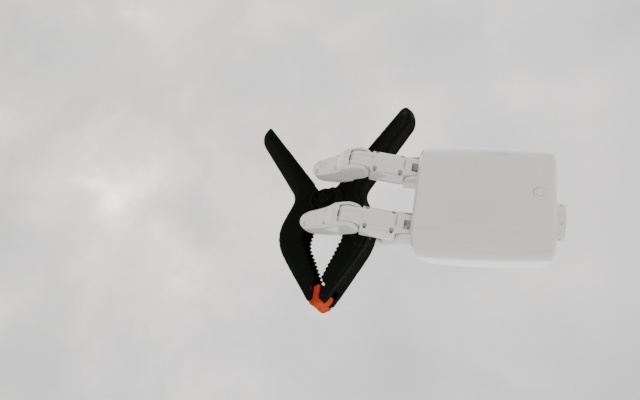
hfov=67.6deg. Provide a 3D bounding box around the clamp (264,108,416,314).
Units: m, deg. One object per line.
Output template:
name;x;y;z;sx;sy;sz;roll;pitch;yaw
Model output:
clamp;0.000;0.002;0.466;0.164;0.210;0.036;1;-27;24
